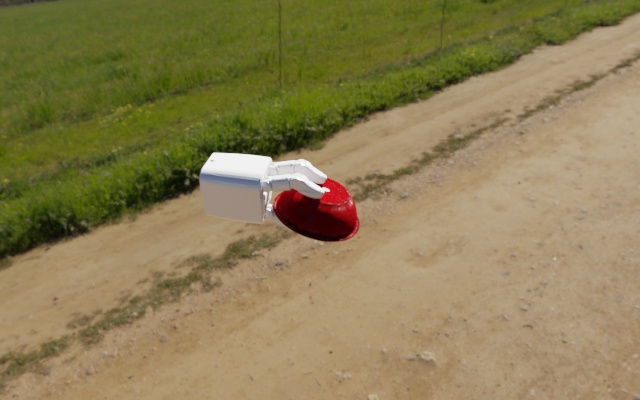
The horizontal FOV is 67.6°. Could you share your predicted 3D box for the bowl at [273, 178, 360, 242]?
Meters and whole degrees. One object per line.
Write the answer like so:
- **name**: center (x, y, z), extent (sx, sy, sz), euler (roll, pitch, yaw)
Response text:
- **bowl**: center (0.002, 0.003, 0.844), extent (0.162, 0.055, 0.162), euler (14, 30, -8)
